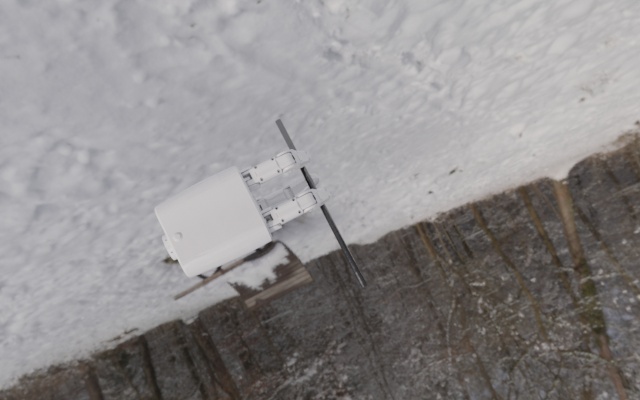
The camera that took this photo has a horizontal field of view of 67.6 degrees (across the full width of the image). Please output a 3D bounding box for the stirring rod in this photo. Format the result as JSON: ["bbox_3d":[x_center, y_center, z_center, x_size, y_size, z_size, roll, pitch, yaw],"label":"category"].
[{"bbox_3d":[0.000,0.002,0.611,0.011,0.239,0.011,-27,-5,-3],"label":"stirring rod"}]
